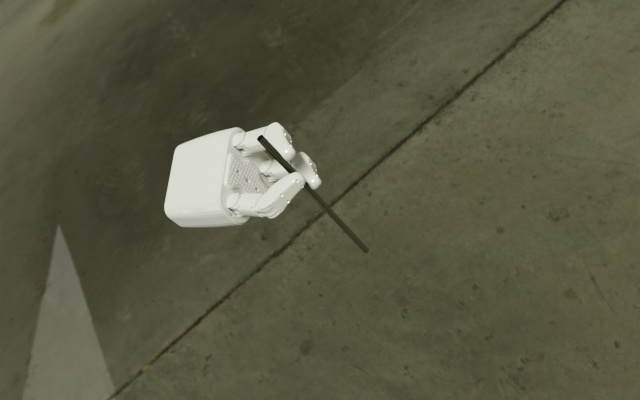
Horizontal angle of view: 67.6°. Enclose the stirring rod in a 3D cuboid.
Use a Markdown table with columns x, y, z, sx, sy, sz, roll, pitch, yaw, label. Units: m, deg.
| x | y | z | sx | sy | sz | roll | pitch | yaw | label |
| --- | --- | --- | --- | --- | --- | --- | --- | --- | --- |
| 0.000 | 0.002 | 0.569 | 0.011 | 0.011 | 0.240 | 0 | -33 | 38 | stirring rod |
